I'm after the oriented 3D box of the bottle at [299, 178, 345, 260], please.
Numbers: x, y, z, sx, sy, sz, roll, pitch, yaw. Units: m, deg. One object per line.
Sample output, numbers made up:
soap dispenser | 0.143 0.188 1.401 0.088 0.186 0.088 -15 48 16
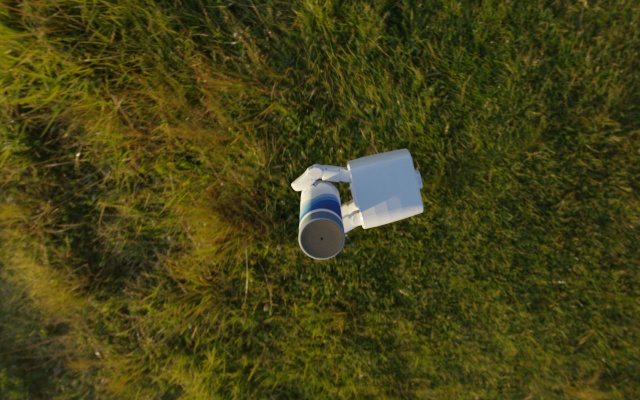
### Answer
bottle | 0.000 0.003 0.814 0.069 0.069 0.295 0 21 -1
